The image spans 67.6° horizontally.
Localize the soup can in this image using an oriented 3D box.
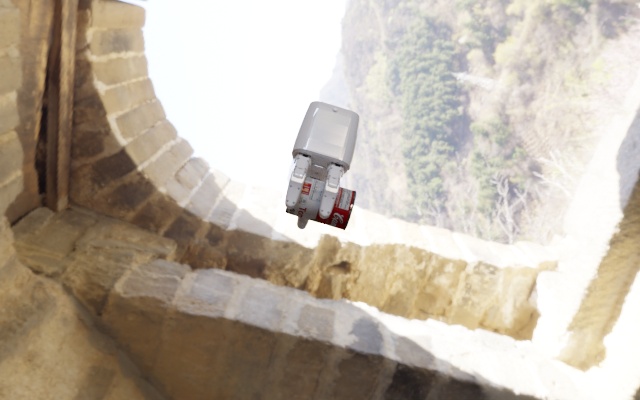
[{"bbox_3d":[0.000,0.003,0.774,0.102,0.068,0.068,16,-1,-2],"label":"soup can"}]
